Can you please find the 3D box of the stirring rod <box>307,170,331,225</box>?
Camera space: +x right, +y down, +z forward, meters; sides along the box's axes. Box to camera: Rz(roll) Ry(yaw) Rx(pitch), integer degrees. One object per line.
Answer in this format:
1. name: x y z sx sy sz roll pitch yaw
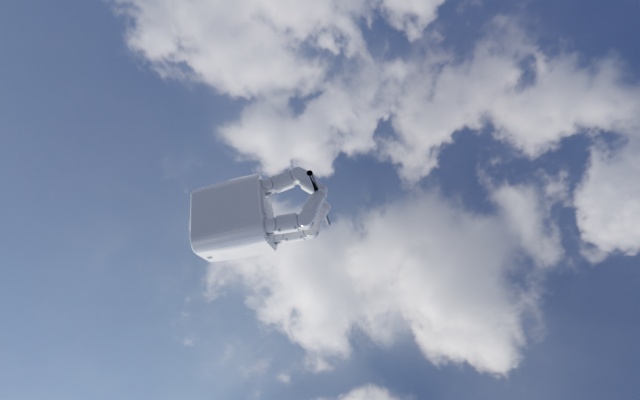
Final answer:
1. stirring rod: 0.000 0.002 0.723 0.011 0.011 0.240 0 -18 7
